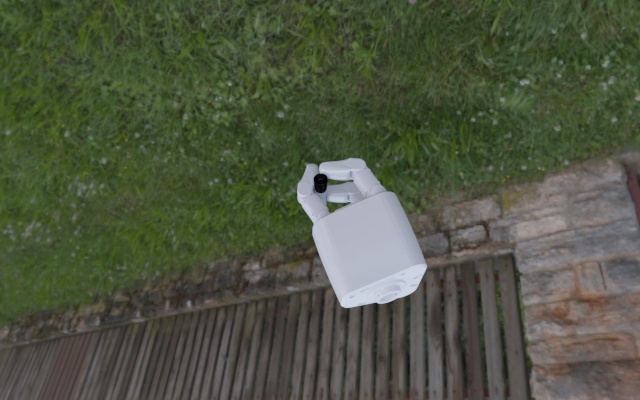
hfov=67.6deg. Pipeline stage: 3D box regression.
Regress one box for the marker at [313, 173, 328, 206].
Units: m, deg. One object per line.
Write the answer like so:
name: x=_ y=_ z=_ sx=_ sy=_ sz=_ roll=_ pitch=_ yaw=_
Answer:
marker: x=0.000 y=0.002 z=0.659 sx=0.020 sy=0.020 sz=0.121 roll=0 pitch=-33 yaw=-1
